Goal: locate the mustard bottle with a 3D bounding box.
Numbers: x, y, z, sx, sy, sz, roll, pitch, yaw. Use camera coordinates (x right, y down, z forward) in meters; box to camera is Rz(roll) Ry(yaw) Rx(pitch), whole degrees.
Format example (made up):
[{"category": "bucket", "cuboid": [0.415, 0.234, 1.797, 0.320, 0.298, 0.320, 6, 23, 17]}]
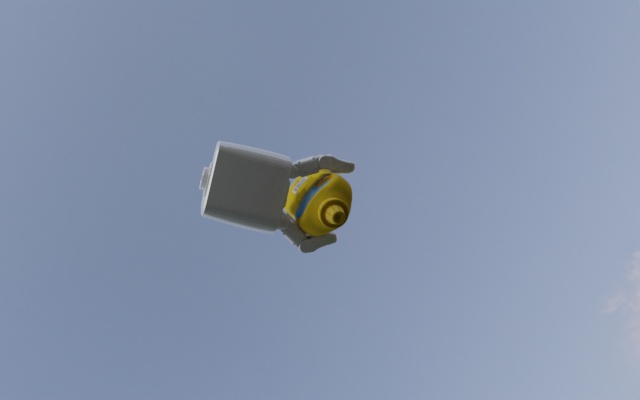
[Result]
[{"category": "mustard bottle", "cuboid": [0.000, 0.002, 0.704, 0.058, 0.096, 0.191, 40, 0, -18]}]
